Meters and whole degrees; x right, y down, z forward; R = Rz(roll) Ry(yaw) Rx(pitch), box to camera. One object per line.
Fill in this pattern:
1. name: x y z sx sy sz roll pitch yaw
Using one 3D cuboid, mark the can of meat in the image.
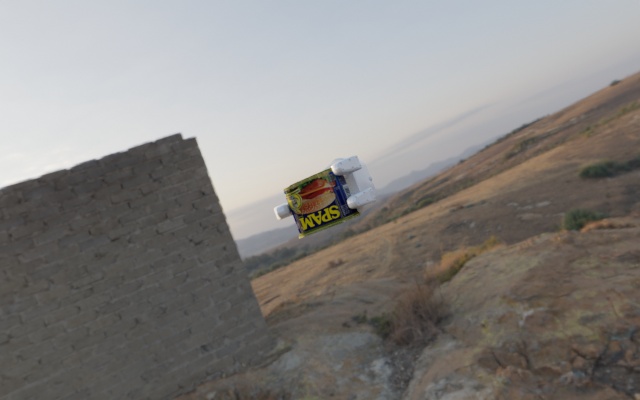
1. can of meat: 0.000 0.002 0.747 0.102 0.084 0.057 -22 -1 25
